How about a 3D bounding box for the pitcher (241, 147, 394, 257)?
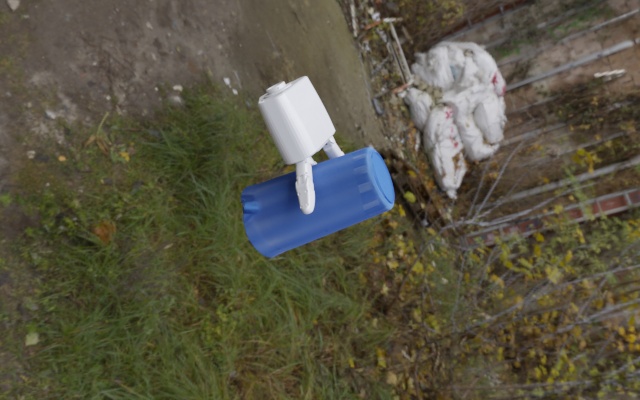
[{"bbox_3d":[0.000,0.003,0.816,0.243,0.145,0.149,-20,21,21],"label":"pitcher"}]
